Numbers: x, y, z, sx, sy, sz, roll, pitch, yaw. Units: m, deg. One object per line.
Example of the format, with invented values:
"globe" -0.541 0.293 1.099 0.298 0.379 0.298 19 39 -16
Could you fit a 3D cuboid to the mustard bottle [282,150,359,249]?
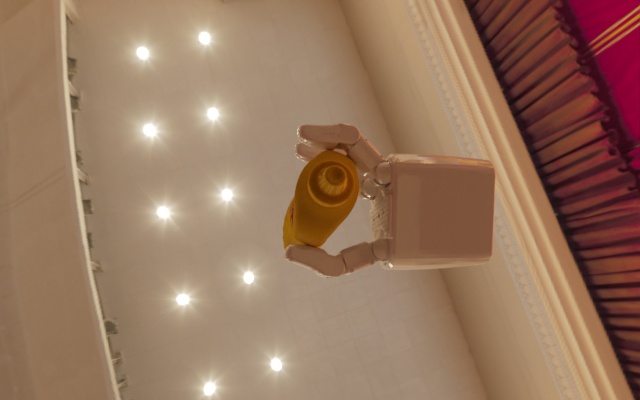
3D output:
"mustard bottle" 0.000 0.002 0.487 0.058 0.096 0.192 24 -15 -2
